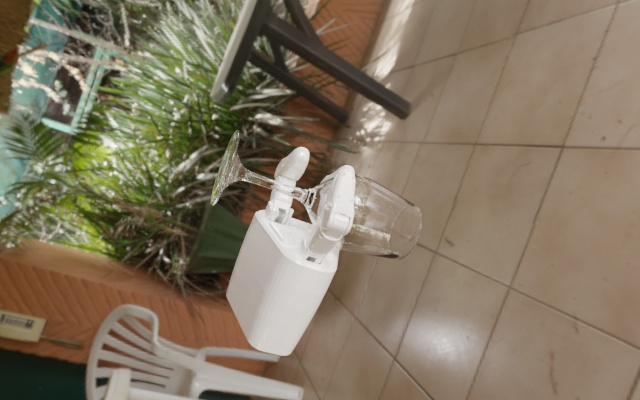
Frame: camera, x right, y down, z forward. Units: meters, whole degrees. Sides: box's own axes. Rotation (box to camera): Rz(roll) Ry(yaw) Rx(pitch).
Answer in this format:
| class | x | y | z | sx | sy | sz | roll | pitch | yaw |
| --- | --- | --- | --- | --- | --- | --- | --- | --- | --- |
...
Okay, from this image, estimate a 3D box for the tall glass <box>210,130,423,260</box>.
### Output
| class | x | y | z | sx | sy | sz | roll | pitch | yaw |
| --- | --- | --- | --- | --- | --- | --- | --- | --- | --- |
| tall glass | 0.000 | 0.001 | 0.471 | 0.201 | 0.079 | 0.079 | 19 | -6 | -18 |
